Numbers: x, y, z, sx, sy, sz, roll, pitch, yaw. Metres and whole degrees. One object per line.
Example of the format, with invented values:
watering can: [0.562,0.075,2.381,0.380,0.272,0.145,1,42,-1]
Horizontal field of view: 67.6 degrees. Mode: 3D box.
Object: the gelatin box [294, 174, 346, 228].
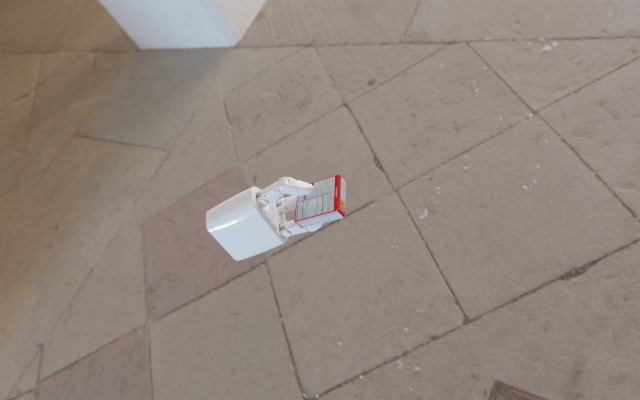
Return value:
gelatin box: [0.000,0.002,0.820,0.089,0.073,0.030,-17,-38,28]
